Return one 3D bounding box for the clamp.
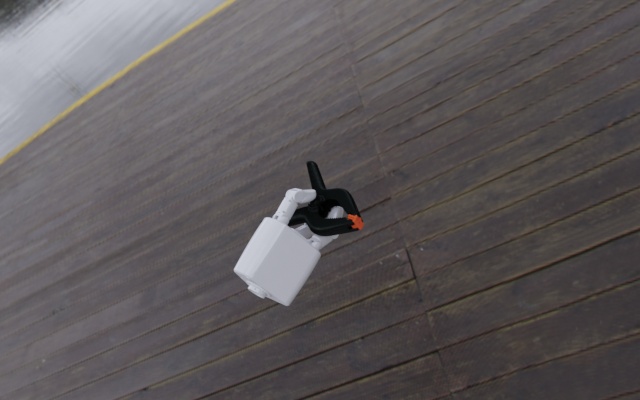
[{"bbox_3d":[0.000,0.003,0.859,0.210,0.164,0.036,12,-26,43],"label":"clamp"}]
